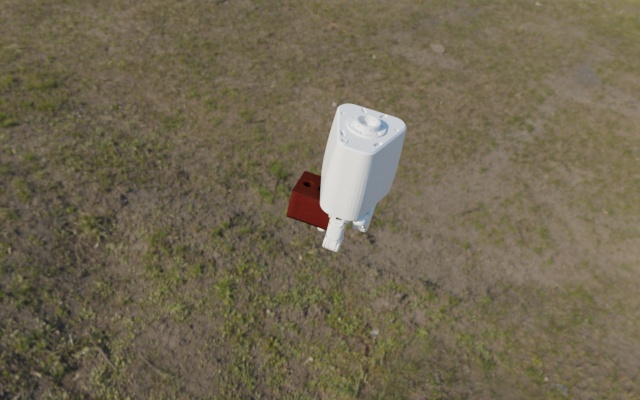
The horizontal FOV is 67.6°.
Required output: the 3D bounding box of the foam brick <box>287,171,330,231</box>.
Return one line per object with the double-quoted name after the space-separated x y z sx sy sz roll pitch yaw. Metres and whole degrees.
0.000 0.002 0.669 0.078 0.051 0.053 19 42 9 "foam brick"
